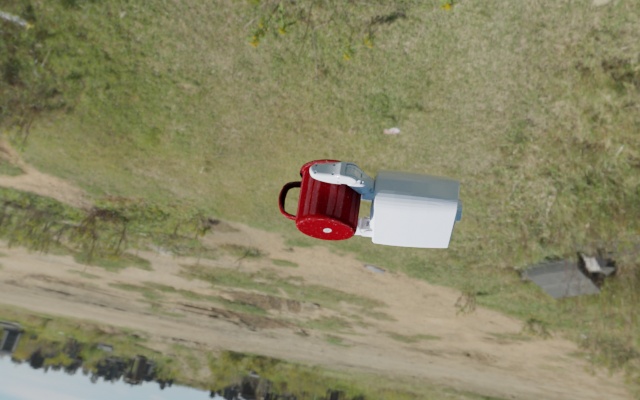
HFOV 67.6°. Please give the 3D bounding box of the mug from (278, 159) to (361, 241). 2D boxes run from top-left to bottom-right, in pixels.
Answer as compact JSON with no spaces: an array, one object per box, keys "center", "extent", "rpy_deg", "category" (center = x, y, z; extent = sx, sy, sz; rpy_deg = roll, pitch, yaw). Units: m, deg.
[{"center":[-0.001,0.002,0.639],"extent":[0.117,0.081,0.093],"rpy_deg":[4,-24,10],"category":"mug"}]
